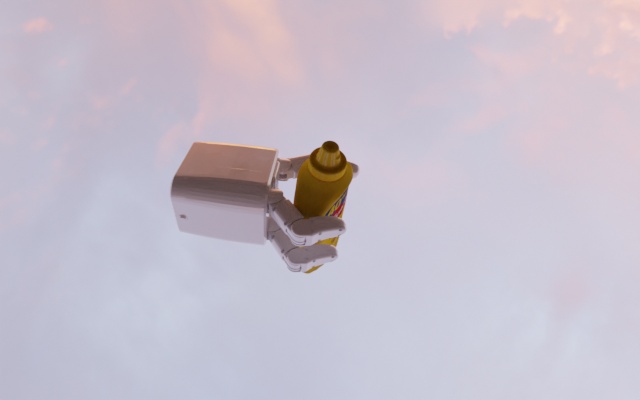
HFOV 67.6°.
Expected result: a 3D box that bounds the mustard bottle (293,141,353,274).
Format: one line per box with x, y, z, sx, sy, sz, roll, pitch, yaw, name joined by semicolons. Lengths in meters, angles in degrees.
0.000;0.002;0.563;0.058;0.096;0.192;27;-36;13;mustard bottle
